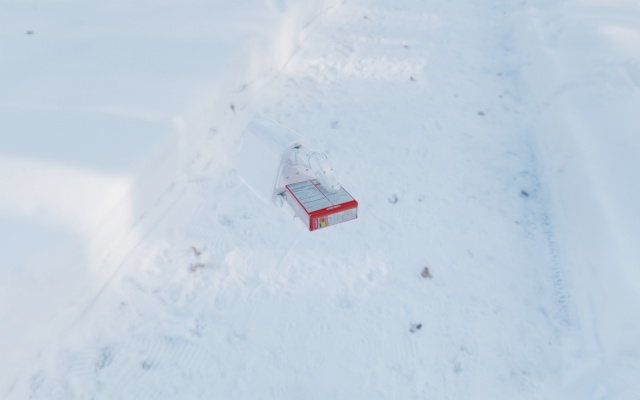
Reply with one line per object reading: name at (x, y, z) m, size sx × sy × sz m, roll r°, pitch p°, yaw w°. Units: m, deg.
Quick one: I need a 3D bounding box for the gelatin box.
gelatin box at (0.000, 0.002, 0.668) m, size 0.073 × 0.030 × 0.089 m, roll -15°, pitch 34°, yaw -22°
